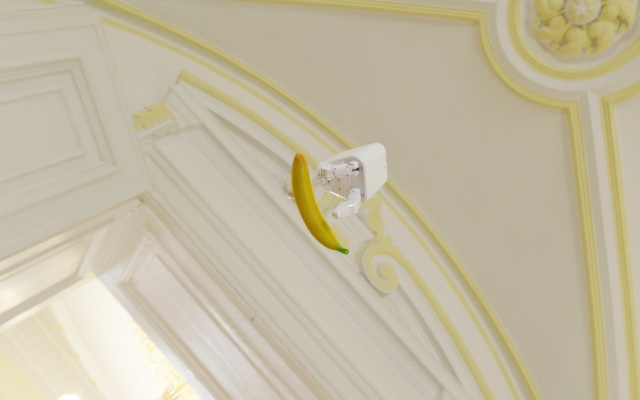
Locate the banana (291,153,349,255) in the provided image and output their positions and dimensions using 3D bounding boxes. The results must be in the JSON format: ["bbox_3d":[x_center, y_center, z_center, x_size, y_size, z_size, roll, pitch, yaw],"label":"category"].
[{"bbox_3d":[-0.012,0.011,0.857,0.069,0.198,0.037,-21,9,39],"label":"banana"}]
